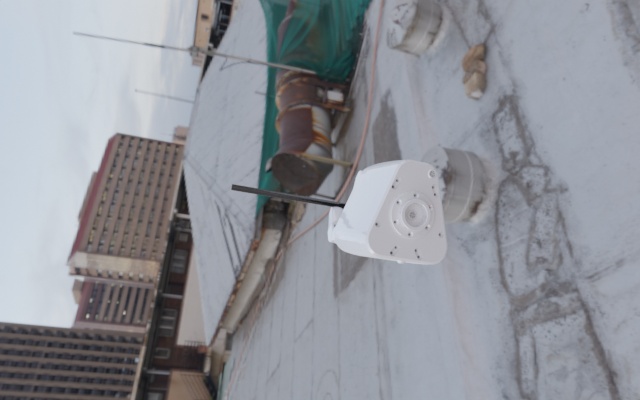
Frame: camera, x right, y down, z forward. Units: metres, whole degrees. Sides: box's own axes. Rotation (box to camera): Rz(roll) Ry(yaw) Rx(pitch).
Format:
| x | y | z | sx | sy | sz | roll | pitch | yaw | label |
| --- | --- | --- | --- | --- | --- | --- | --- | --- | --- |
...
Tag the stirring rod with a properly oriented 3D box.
| x | y | z | sx | sy | sz | roll | pitch | yaw | label |
| --- | --- | --- | --- | --- | --- | --- | --- | --- | --- |
| 0.000 | 0.002 | 0.648 | 0.239 | 0.011 | 0.011 | 10 | -2 | -14 | stirring rod |
